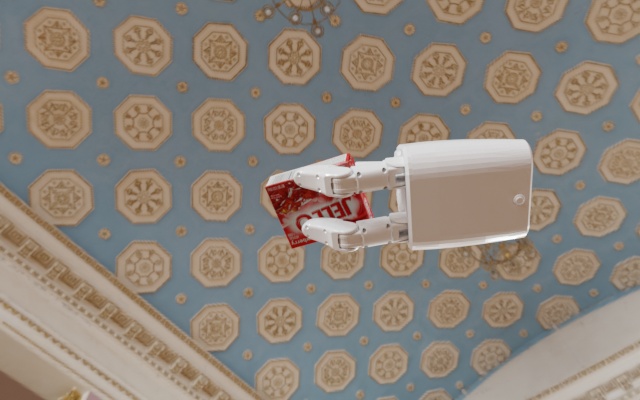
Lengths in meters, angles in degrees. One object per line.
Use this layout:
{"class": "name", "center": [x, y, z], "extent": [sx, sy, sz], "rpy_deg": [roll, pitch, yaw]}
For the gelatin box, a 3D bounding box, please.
{"class": "gelatin box", "center": [0.000, 0.001, 0.472], "extent": [0.089, 0.073, 0.030], "rpy_deg": [-16, 23, 15]}
